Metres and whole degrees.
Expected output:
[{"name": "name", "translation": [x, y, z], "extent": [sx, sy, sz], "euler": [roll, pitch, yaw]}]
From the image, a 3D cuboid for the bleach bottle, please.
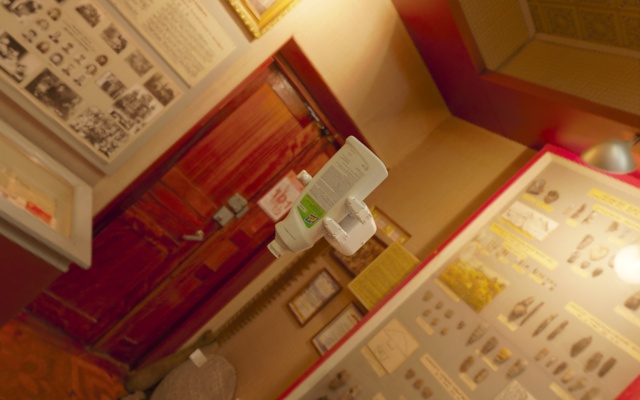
[{"name": "bleach bottle", "translation": [0.000, 0.003, 0.869], "extent": [0.102, 0.251, 0.068], "euler": [46, -3, 29]}]
